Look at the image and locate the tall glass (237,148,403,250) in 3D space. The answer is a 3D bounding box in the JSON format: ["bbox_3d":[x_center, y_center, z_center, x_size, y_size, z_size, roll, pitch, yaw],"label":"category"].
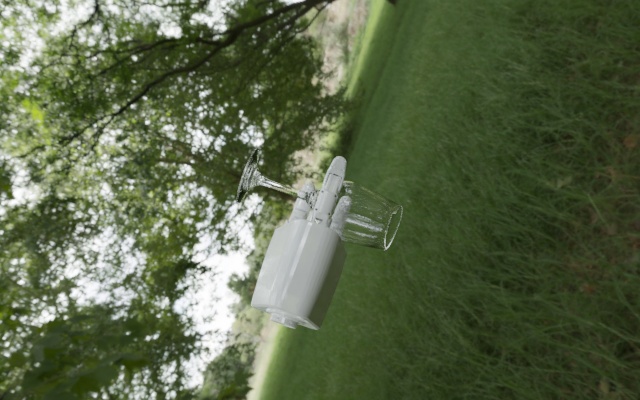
[{"bbox_3d":[-0.001,0.002,0.612,0.201,0.079,0.079,19,0,0],"label":"tall glass"}]
